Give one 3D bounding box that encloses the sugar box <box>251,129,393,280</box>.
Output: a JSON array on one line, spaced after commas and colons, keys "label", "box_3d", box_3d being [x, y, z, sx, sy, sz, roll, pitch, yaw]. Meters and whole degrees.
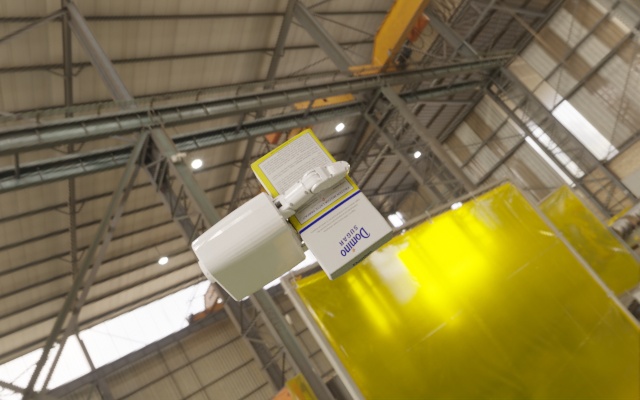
[{"label": "sugar box", "box_3d": [0.000, 0.002, 0.593, 0.093, 0.176, 0.048, -34, -19, -7]}]
